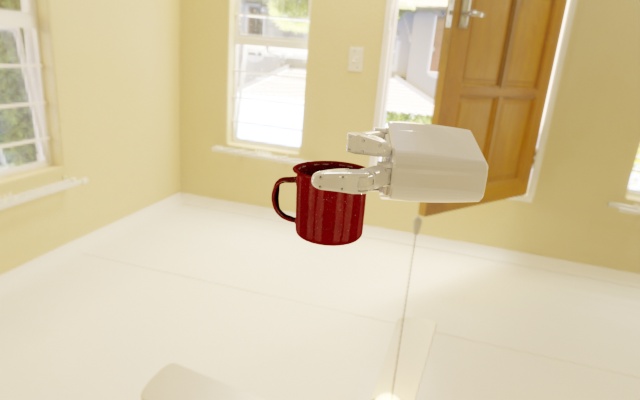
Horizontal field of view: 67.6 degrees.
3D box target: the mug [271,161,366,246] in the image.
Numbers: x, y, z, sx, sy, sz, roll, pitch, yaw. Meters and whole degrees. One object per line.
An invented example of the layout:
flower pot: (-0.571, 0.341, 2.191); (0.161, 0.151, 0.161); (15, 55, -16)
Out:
mug: (-0.001, 0.002, 0.565); (0.117, 0.081, 0.093); (3, 17, 0)
